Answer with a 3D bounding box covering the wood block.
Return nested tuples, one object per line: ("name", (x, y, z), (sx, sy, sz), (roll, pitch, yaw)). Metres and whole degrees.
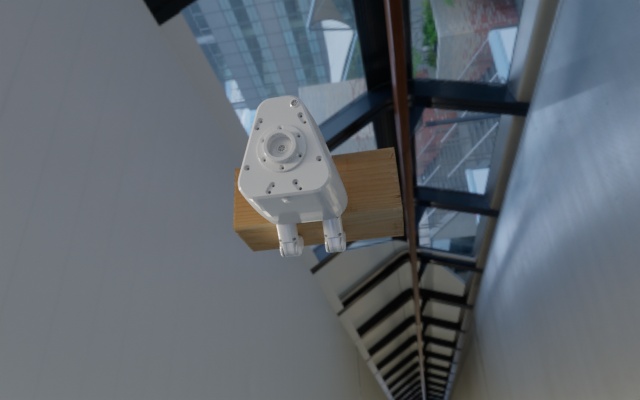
("wood block", (0.000, 0.002, 0.625), (0.206, 0.090, 0.090), (-6, -25, 8))
